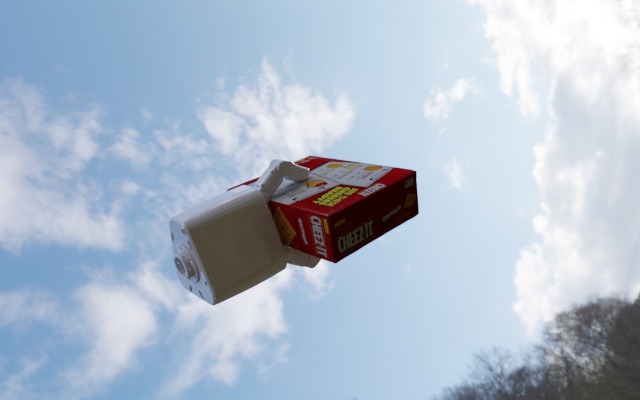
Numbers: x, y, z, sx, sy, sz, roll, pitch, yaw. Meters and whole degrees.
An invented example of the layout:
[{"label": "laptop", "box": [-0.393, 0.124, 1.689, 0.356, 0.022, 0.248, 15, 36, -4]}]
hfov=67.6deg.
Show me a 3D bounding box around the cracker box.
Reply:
[{"label": "cracker box", "box": [0.000, 0.002, 0.655, 0.164, 0.072, 0.213, -26, 26, -36]}]
